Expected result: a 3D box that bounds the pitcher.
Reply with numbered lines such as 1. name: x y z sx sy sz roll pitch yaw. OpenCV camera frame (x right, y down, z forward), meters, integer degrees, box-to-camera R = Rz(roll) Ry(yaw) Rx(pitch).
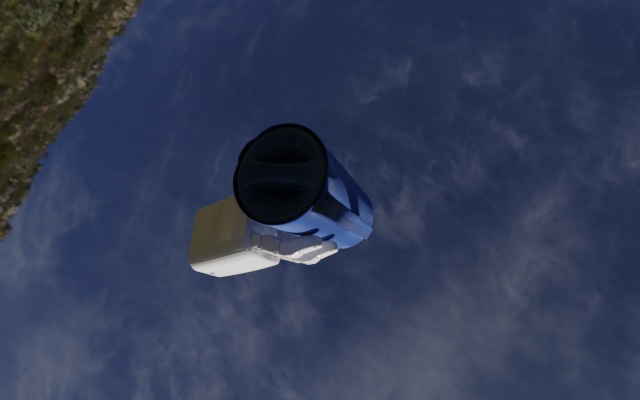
1. pitcher: 0.000 0.002 0.684 0.145 0.149 0.243 -17 -22 19
